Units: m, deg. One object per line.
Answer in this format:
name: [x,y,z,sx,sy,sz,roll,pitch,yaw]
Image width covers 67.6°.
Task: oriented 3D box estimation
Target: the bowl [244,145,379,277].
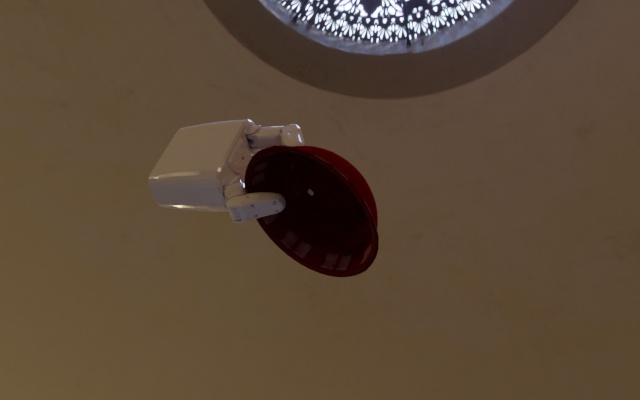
bowl: [0.001,0.002,0.498,0.162,0.162,0.055,0,34,41]
